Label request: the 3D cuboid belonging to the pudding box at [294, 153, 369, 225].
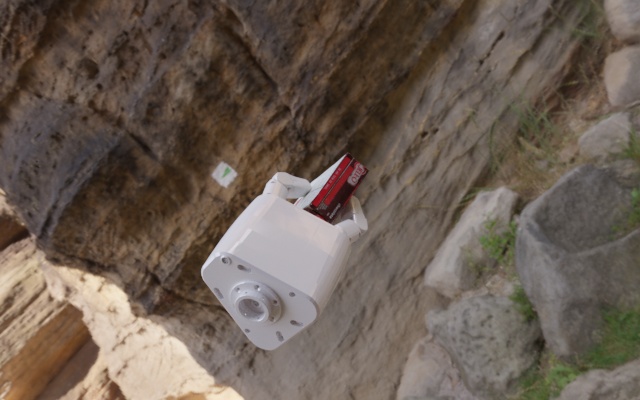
[{"bbox_3d":[0.000,0.002,0.576,0.039,0.090,0.113,42,-29,-9],"label":"pudding box"}]
